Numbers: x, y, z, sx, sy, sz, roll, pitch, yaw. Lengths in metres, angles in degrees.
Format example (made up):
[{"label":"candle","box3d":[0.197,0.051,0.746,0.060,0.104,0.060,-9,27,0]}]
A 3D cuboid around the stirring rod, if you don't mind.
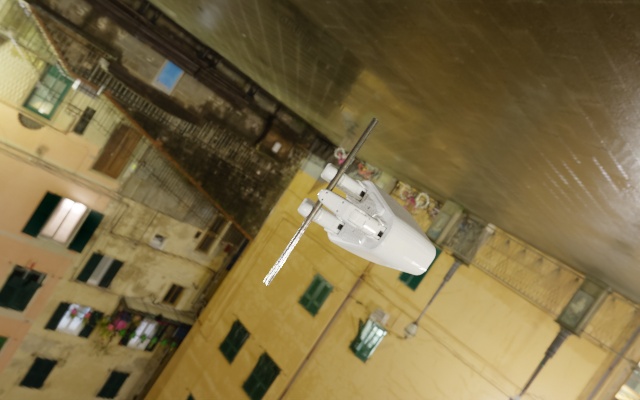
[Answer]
[{"label":"stirring rod","box3d":[0.000,0.002,0.581,0.011,0.239,0.011,34,3,-2]}]
